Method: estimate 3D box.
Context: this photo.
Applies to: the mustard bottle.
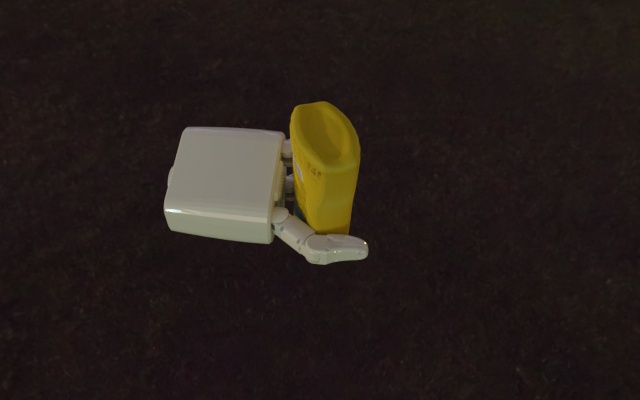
[{"bbox_3d":[0.000,0.001,0.492,0.058,0.096,0.192,-13,-39,-14],"label":"mustard bottle"}]
